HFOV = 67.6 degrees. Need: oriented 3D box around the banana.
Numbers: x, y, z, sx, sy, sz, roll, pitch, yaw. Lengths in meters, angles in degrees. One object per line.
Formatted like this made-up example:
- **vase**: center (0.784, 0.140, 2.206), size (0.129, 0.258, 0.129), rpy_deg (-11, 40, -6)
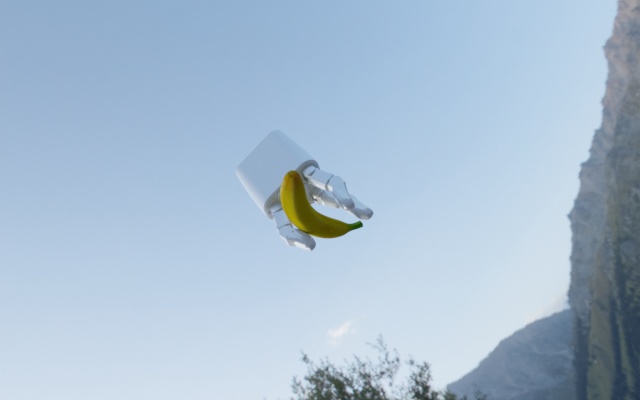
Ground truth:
- **banana**: center (-0.012, 0.016, 0.693), size (0.198, 0.069, 0.037), rpy_deg (35, 15, -52)
